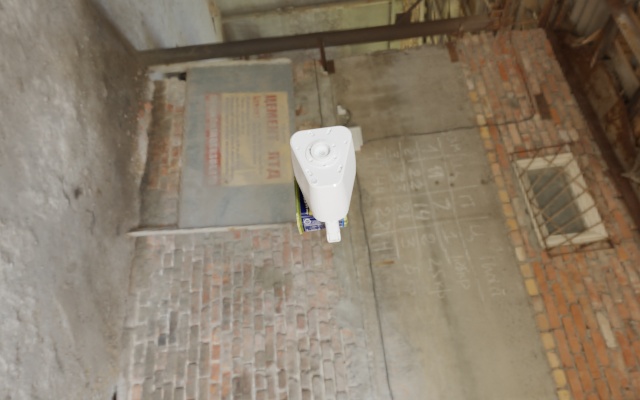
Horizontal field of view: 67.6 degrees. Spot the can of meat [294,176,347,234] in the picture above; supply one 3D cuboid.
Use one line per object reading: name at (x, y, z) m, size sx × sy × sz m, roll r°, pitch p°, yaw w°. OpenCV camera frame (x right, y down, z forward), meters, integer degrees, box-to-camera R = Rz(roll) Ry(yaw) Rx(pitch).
can of meat at (0.000, 0.003, 0.836) m, size 0.084 × 0.102 × 0.057 m, roll -7°, pitch -32°, yaw 2°
